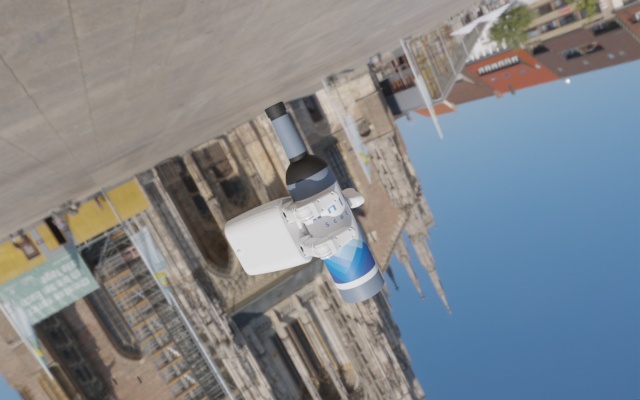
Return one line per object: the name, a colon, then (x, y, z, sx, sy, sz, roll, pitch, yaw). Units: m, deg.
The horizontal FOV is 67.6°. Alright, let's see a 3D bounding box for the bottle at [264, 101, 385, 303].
bottle: (0.000, 0.002, 0.669, 0.069, 0.296, 0.069, -25, 12, 6)
